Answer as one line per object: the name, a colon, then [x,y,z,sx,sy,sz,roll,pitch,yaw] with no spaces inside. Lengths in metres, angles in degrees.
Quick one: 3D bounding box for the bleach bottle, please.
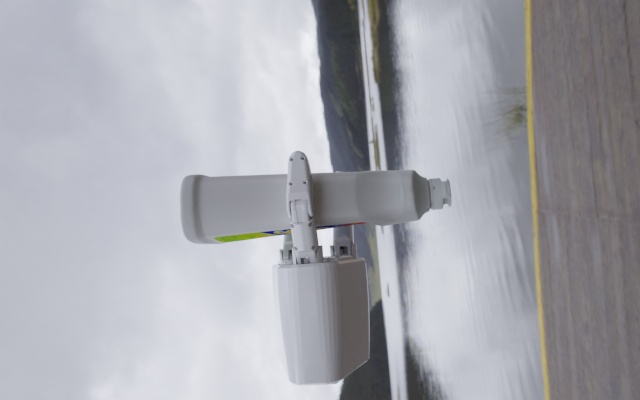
bleach bottle: [0.000,0.002,0.471,0.251,0.068,0.102,-5,-7,7]
